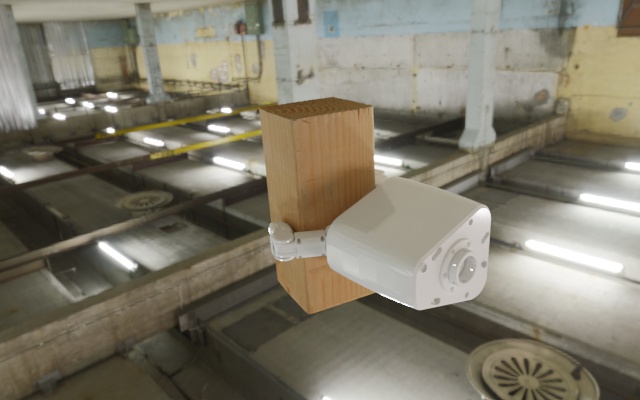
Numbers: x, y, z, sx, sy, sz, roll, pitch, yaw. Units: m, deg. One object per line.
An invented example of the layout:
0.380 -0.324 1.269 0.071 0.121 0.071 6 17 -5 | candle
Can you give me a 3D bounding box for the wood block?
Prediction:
0.000 0.002 0.513 0.091 0.206 0.090 -13 23 -24 | wood block
